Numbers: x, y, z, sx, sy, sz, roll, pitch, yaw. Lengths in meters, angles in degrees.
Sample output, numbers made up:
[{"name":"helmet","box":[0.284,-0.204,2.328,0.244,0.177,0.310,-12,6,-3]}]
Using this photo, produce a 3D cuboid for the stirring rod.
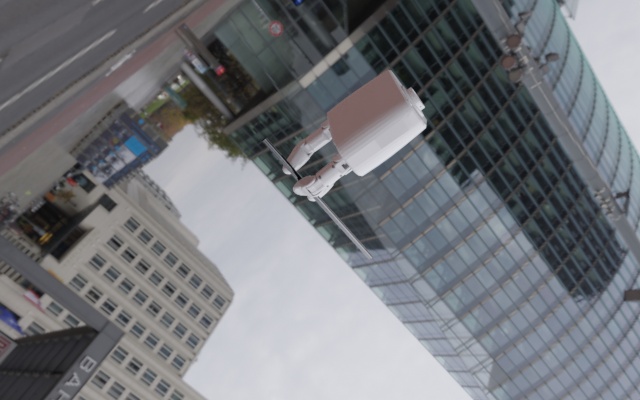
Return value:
[{"name":"stirring rod","box":[0.000,0.002,0.681,0.239,0.011,0.011,48,-21,-20]}]
